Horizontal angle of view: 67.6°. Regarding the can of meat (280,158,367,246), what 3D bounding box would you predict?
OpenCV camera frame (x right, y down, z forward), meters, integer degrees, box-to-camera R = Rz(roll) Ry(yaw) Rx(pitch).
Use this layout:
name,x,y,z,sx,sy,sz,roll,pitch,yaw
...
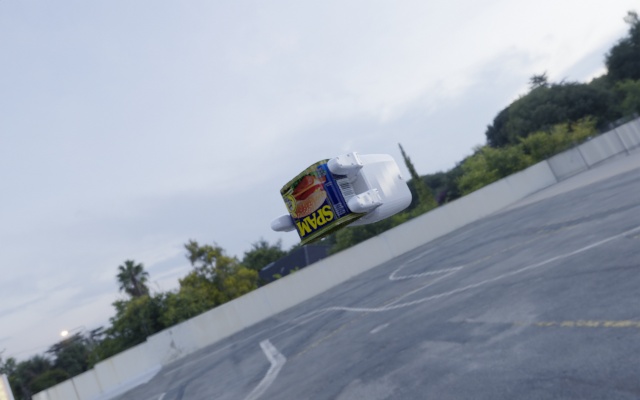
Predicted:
name,x,y,z,sx,sy,sz,roll,pitch,yaw
can of meat,0.000,0.002,0.633,0.057,0.084,0.102,-15,-13,-46
